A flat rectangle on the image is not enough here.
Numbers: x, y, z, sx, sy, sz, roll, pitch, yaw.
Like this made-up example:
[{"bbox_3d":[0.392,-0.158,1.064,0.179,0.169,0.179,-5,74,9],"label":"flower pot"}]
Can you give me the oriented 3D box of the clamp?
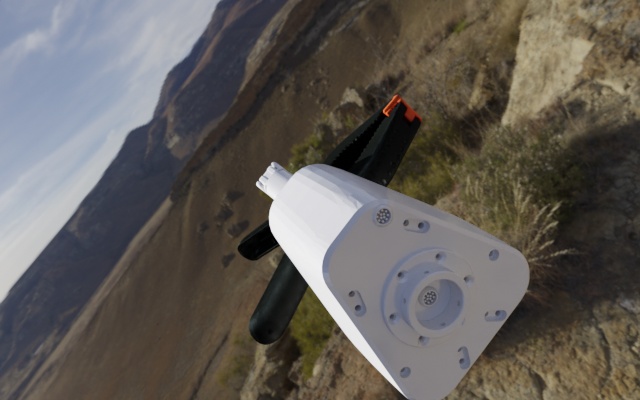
[{"bbox_3d":[0.000,0.000,0.401,0.036,0.210,0.164,39,-2,-21],"label":"clamp"}]
